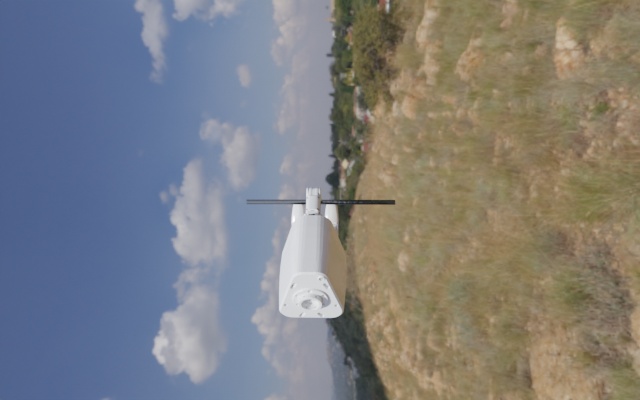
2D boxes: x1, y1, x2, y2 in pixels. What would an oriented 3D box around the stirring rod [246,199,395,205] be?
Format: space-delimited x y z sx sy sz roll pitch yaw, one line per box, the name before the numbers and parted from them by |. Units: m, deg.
stirring rod | 0.000 0.003 0.774 0.239 0.011 0.011 0 0 2
